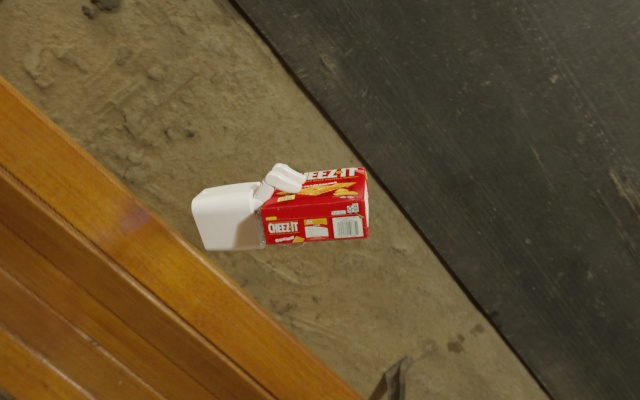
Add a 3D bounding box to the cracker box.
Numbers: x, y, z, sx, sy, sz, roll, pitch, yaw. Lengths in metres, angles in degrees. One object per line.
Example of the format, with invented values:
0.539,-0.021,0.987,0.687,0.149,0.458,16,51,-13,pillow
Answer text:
0.000,0.003,0.831,0.164,0.072,0.213,-5,17,7,cracker box
